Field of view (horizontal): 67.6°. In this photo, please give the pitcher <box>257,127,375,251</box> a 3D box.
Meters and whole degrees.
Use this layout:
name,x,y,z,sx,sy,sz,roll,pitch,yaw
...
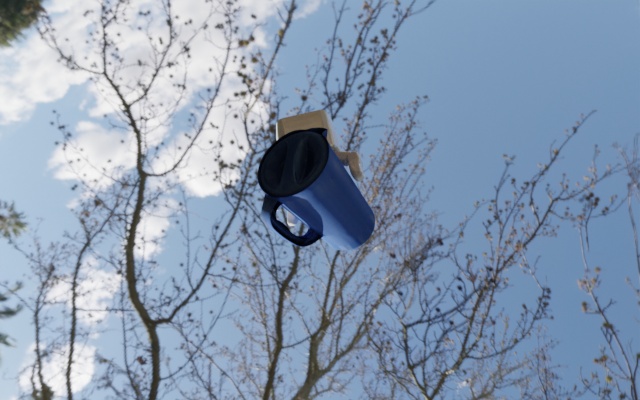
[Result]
name,x,y,z,sx,sy,sz,roll,pitch,yaw
pitcher,0.000,0.003,0.848,0.149,0.145,0.243,-25,-40,15
